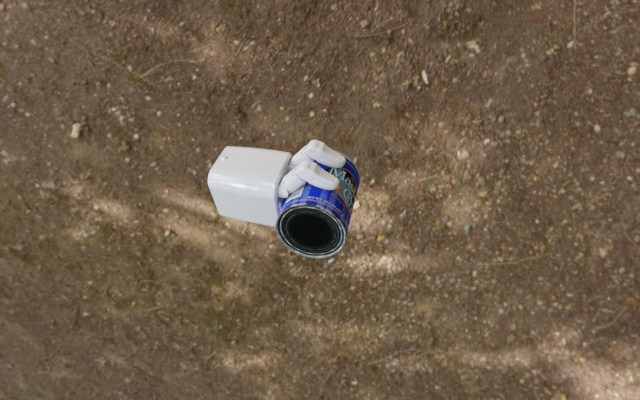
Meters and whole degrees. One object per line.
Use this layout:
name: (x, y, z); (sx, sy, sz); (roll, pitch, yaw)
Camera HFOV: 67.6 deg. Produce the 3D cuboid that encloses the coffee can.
coffee can: (0.000, 0.002, 0.725); (0.103, 0.103, 0.140); (0, 38, 15)
